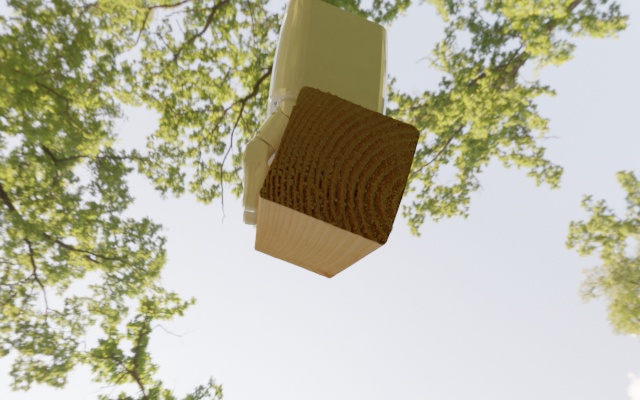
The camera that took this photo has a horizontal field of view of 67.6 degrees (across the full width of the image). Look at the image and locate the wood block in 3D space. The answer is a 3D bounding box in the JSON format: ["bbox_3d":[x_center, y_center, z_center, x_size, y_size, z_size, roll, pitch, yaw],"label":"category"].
[{"bbox_3d":[0.000,0.001,0.414,0.091,0.090,0.206,20,-17,-3],"label":"wood block"}]
